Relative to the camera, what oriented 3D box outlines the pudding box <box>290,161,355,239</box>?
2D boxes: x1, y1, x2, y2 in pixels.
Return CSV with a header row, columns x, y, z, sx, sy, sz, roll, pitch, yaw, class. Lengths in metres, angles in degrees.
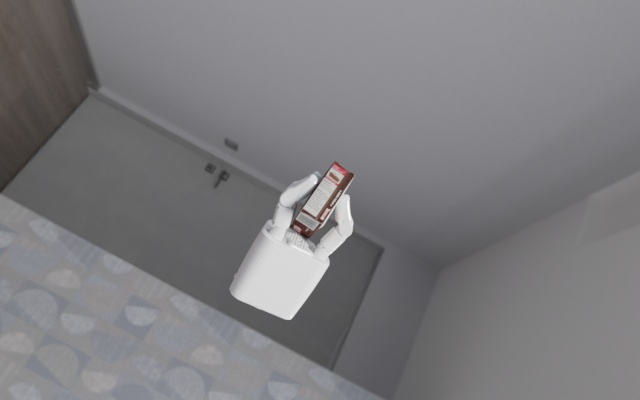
x,y,z,sx,sy,sz,roll,pitch,yaw,class
0.000,0.002,0.694,0.039,0.090,0.113,34,-18,-3,pudding box
